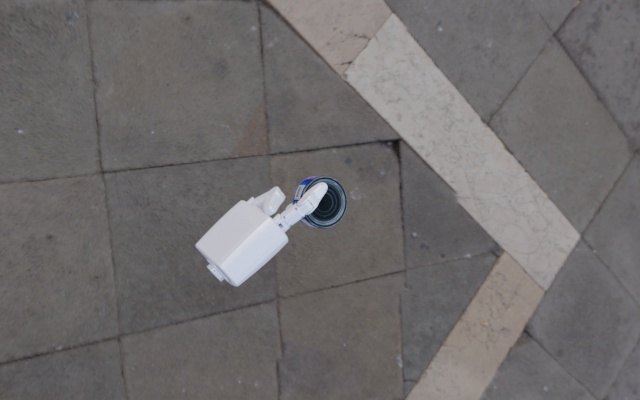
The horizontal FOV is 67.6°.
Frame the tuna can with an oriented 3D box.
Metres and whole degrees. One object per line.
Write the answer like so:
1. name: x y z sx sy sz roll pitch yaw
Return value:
1. tuna can: 0.000 0.002 0.775 0.086 0.086 0.034 0 1 -27
